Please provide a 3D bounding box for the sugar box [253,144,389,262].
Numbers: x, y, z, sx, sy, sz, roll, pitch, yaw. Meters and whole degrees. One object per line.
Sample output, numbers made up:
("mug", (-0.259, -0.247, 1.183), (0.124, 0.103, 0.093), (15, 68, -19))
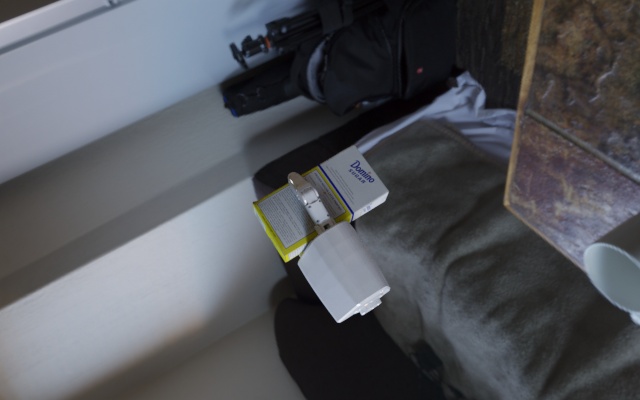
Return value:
("sugar box", (0.000, 0.003, 0.691), (0.176, 0.093, 0.048), (-29, -17, -14))
